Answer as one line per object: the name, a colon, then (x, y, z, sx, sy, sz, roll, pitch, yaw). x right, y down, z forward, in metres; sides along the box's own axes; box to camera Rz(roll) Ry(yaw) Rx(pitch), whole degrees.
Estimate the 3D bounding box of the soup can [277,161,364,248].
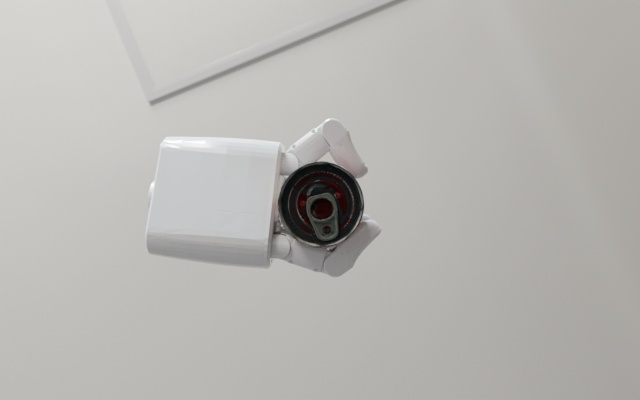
soup can: (0.001, 0.001, 0.422, 0.068, 0.068, 0.102, 0, 2, 0)
